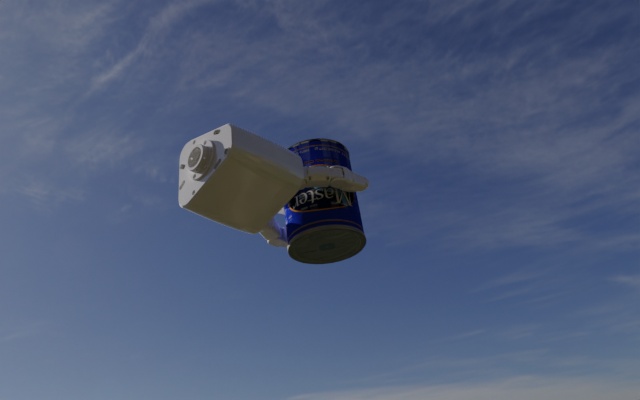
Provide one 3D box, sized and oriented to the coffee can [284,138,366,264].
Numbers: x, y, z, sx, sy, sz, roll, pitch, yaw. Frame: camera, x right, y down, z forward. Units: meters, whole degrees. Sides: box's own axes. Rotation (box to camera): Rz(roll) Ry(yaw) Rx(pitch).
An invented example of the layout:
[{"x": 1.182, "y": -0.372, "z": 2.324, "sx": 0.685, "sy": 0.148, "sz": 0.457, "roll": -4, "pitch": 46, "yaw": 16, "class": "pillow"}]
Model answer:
[{"x": 0.000, "y": 0.002, "z": 0.650, "sx": 0.103, "sy": 0.140, "sz": 0.103, "roll": -6, "pitch": -31, "yaw": -4, "class": "coffee can"}]
